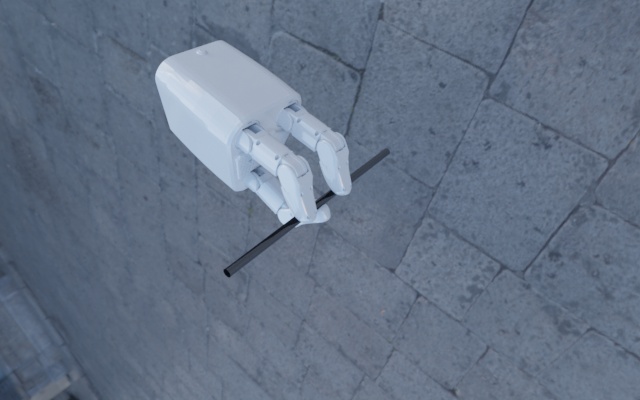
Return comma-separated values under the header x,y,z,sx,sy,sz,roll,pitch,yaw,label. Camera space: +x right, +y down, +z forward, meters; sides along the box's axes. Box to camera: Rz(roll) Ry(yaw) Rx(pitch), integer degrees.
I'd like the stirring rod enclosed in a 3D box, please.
x,y,z,sx,sy,sz,roll,pitch,yaw,label
0.000,0.001,0.451,0.011,0.011,0.239,0,28,44,stirring rod
